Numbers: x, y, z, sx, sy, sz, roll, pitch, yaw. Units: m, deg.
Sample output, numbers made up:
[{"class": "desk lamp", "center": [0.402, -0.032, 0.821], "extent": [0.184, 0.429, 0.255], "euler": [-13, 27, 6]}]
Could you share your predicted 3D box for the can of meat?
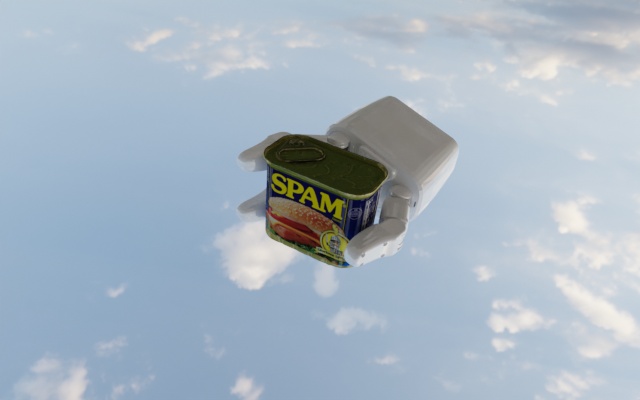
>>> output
[{"class": "can of meat", "center": [0.000, 0.002, 0.414], "extent": [0.102, 0.084, 0.057], "euler": [23, 40, 21]}]
